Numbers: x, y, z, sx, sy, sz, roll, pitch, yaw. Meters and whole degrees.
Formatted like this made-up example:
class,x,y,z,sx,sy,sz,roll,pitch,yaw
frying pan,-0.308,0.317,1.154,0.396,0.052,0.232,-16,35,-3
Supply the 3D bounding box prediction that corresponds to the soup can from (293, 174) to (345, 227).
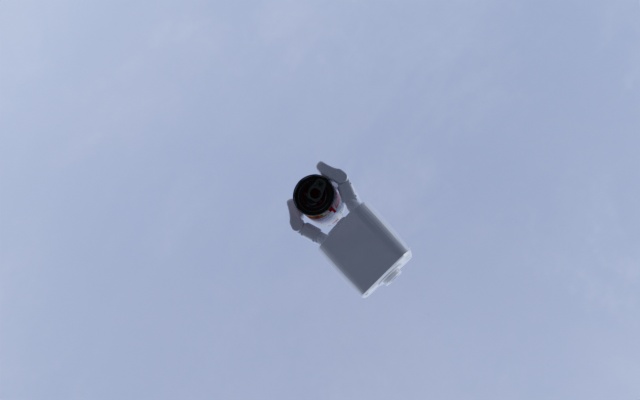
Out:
class,x,y,z,sx,sy,sz,roll,pitch,yaw
soup can,0.000,0.002,0.795,0.068,0.068,0.102,0,-13,13
